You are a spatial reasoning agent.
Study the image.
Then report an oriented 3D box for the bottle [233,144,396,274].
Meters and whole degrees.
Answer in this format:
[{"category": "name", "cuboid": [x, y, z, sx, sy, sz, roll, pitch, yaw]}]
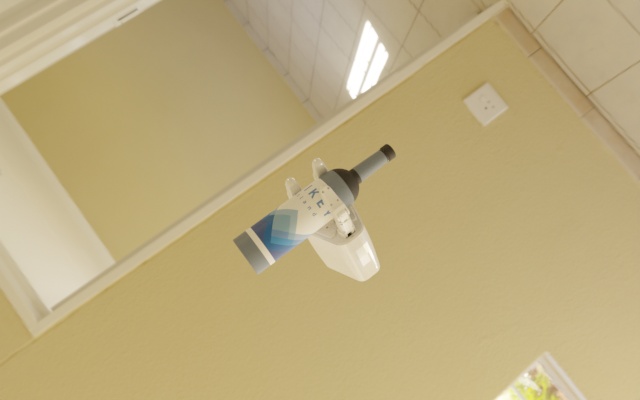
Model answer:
[{"category": "bottle", "cuboid": [0.000, 0.003, 0.765, 0.295, 0.069, 0.069, -36, 8, -11]}]
